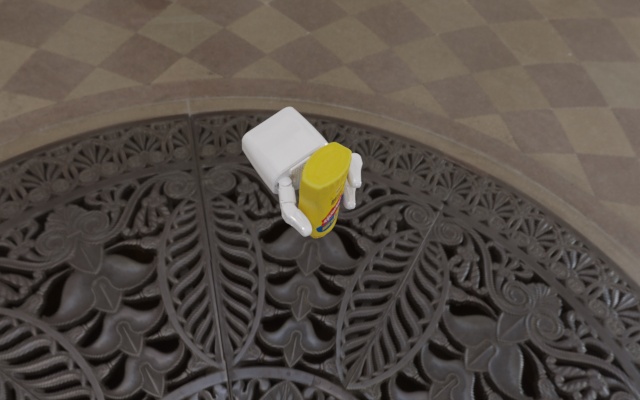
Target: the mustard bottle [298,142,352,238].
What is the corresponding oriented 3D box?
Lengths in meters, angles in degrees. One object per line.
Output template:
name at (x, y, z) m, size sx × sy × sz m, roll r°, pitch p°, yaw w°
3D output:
mustard bottle at (0.000, 0.003, 0.758) m, size 0.058 × 0.096 × 0.192 m, roll 28°, pitch -35°, yaw 13°
